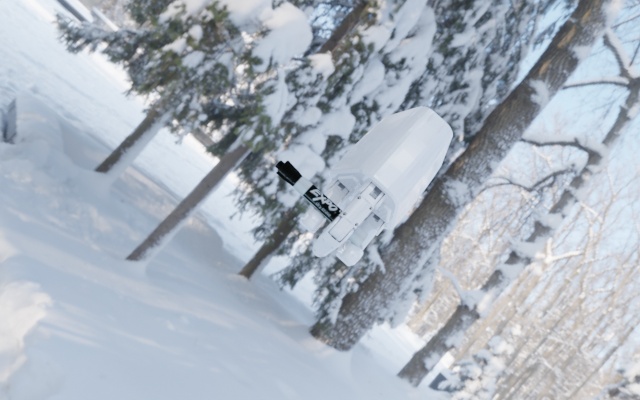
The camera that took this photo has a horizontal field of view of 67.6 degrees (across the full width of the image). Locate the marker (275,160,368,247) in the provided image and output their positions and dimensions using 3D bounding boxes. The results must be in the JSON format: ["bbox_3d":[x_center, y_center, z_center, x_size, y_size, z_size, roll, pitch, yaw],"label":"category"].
[{"bbox_3d":[0.000,0.002,0.502,0.121,0.020,0.020,42,-1,-1],"label":"marker"}]
